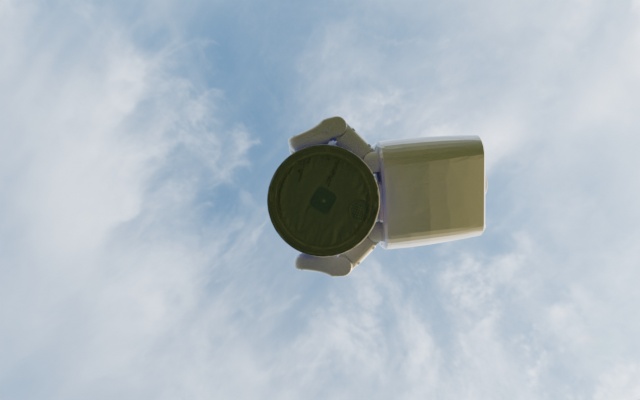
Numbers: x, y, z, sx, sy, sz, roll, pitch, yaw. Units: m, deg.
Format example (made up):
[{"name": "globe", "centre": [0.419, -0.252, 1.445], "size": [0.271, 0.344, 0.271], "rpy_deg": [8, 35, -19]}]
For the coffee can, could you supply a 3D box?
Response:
[{"name": "coffee can", "centre": [0.000, 0.002, 0.500], "size": [0.103, 0.103, 0.140], "rpy_deg": [0, -1, -2]}]
